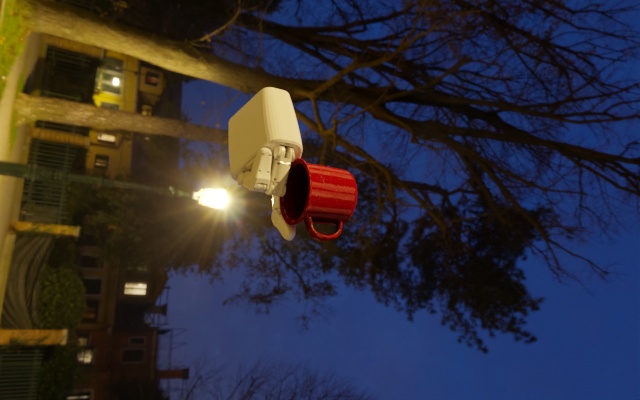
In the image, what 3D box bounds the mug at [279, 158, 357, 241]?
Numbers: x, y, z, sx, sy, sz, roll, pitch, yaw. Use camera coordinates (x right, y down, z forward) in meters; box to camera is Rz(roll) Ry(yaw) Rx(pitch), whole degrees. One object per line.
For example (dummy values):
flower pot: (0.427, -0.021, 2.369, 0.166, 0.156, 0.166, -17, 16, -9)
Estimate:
mug: (0.001, 0.003, 0.670, 0.081, 0.117, 0.093, 7, -34, -30)
